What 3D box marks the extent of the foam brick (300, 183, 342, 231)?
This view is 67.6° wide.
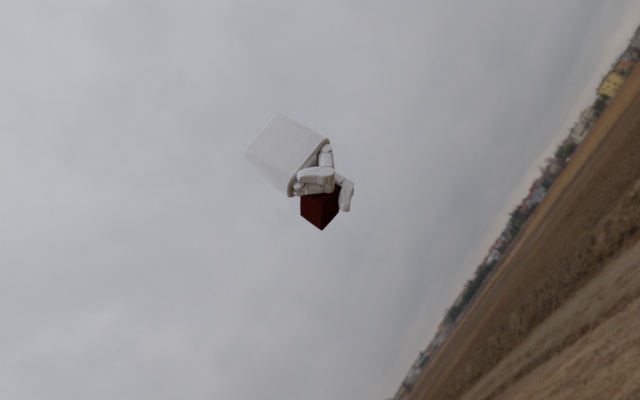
[{"bbox_3d":[0.000,0.003,0.831,0.051,0.053,0.078,33,-31,20],"label":"foam brick"}]
